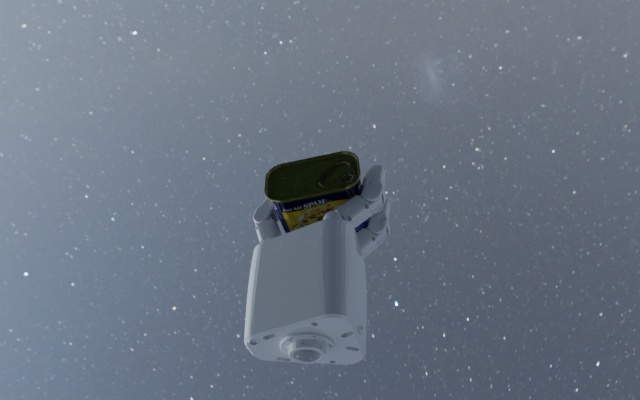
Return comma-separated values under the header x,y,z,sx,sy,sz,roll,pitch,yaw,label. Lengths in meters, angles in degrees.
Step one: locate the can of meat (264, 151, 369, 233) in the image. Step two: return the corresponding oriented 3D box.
x,y,z,sx,sy,sz,roll,pitch,yaw,label
0.000,0.002,0.524,0.102,0.057,0.084,-11,-46,7,can of meat
